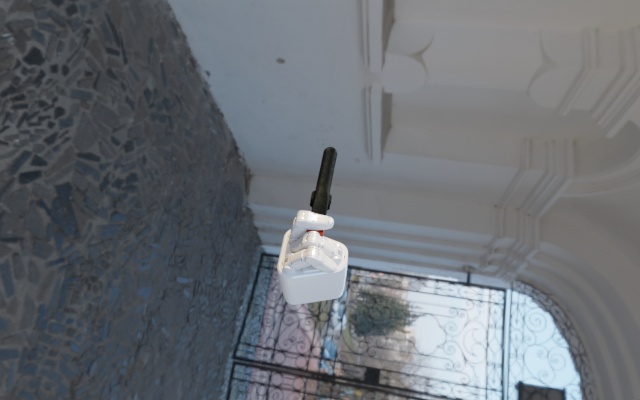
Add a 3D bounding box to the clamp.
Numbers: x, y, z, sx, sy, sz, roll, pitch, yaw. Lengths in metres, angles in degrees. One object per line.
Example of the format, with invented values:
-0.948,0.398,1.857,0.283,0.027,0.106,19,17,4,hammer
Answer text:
0.001,0.003,0.836,0.039,0.171,0.120,10,-38,6,clamp
